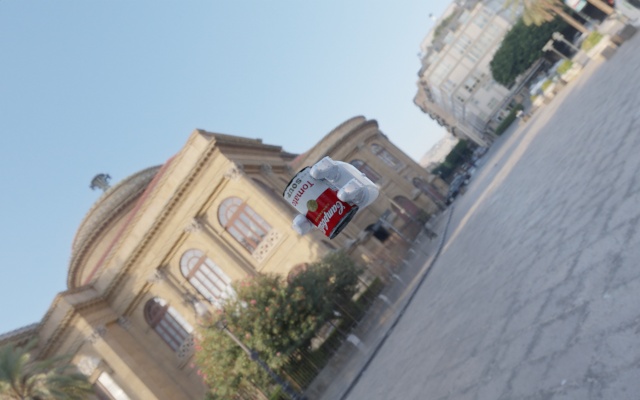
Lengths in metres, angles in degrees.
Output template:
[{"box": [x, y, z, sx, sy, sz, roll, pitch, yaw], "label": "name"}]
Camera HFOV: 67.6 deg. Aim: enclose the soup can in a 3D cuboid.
[{"box": [0.000, 0.002, 0.744, 0.102, 0.068, 0.068, 41, 10, 11], "label": "soup can"}]
